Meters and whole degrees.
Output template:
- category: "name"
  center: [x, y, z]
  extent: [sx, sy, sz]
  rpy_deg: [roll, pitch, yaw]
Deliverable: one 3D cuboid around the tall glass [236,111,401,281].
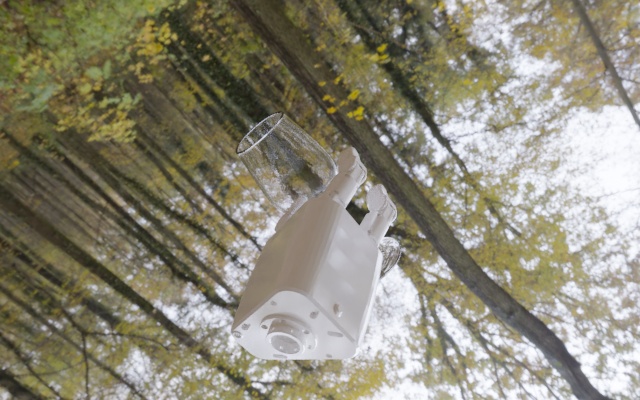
- category: "tall glass"
  center: [0.000, 0.002, 0.505]
  extent: [0.201, 0.079, 0.079]
  rpy_deg: [49, -24, -23]
